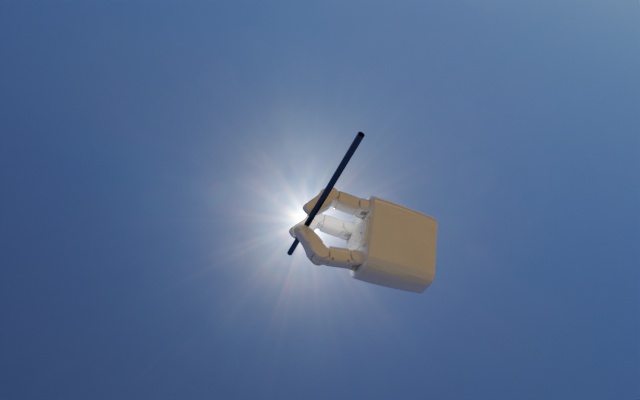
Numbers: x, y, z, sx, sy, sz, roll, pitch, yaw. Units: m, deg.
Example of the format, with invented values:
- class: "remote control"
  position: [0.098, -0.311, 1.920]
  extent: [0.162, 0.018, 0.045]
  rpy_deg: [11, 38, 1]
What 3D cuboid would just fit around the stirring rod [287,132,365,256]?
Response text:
- class: "stirring rod"
  position: [0.000, 0.002, 0.602]
  extent: [0.011, 0.011, 0.240]
  rpy_deg: [0, -38, -28]
